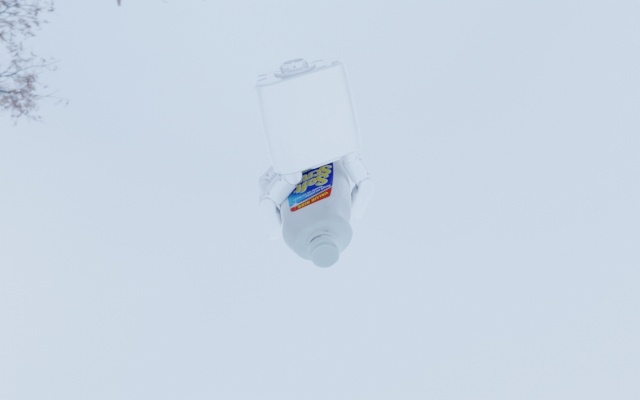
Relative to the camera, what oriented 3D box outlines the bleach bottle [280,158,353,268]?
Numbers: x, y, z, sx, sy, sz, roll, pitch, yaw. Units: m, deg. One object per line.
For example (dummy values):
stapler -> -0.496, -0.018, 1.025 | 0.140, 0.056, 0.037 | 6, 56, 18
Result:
bleach bottle -> 0.000, 0.002, 0.596 | 0.102, 0.068, 0.250 | -14, 26, 0
